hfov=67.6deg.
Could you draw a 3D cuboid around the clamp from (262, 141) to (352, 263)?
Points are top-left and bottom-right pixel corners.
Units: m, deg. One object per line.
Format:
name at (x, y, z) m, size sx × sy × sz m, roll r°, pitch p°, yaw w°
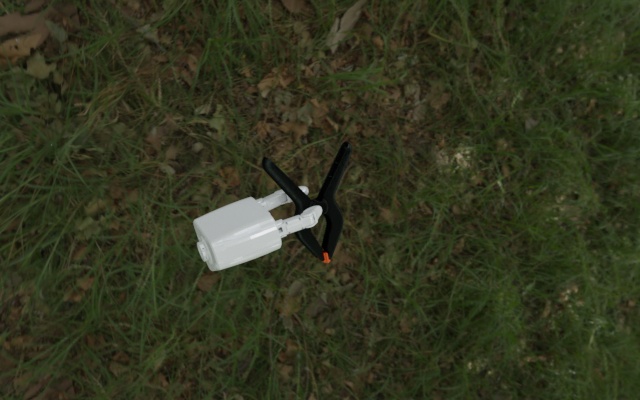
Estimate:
clamp at (0.000, 0.003, 0.831) m, size 0.164 × 0.210 × 0.036 m, roll -20°, pitch 16°, yaw -20°
